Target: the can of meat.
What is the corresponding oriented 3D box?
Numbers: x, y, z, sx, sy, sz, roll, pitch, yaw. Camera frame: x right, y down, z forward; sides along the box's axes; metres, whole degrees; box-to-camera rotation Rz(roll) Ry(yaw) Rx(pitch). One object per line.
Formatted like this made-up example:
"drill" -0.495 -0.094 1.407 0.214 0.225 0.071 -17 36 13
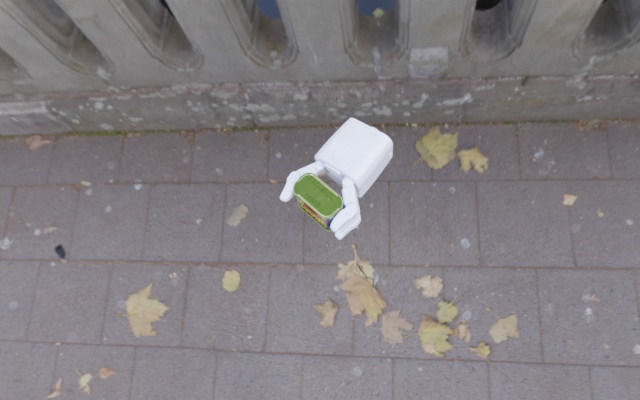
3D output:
"can of meat" 0.000 0.003 0.881 0.102 0.057 0.084 40 -9 17
